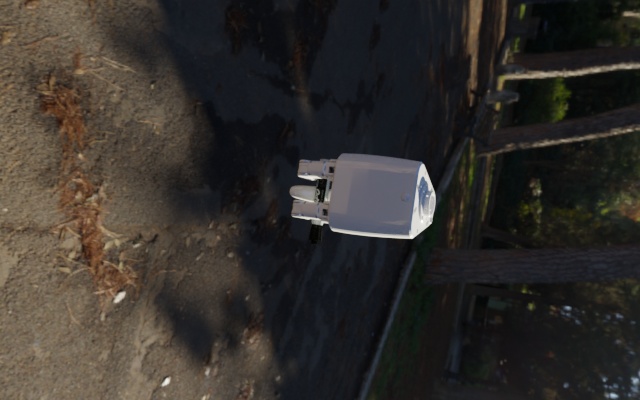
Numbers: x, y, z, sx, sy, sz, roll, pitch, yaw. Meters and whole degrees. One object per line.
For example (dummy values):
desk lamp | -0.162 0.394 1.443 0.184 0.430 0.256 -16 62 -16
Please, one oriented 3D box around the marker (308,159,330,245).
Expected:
marker | 0.000 0.002 0.675 0.020 0.121 0.020 9 -4 1
